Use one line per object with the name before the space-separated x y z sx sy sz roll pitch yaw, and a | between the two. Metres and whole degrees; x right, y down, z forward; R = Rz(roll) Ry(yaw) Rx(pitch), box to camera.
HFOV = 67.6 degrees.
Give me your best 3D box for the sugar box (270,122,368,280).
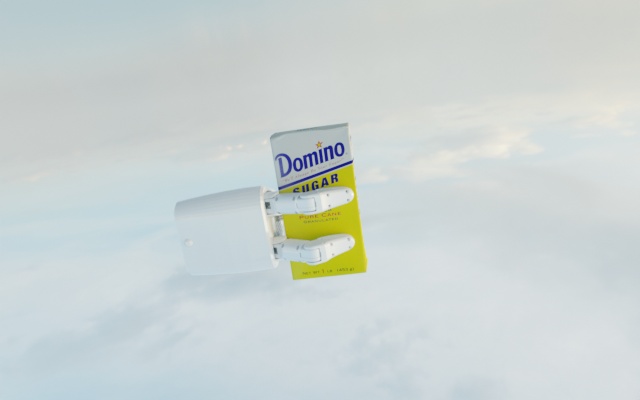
sugar box | 0.000 0.002 0.567 0.093 0.176 0.048 -8 14 6
